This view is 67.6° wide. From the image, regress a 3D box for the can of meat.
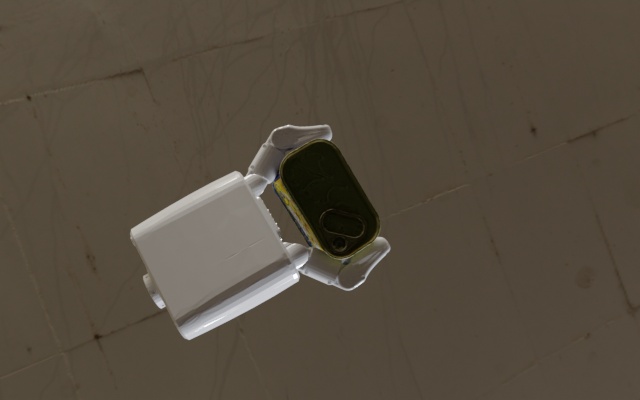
[{"bbox_3d":[0.000,0.001,0.443,0.057,0.102,0.084,-32,3,-13],"label":"can of meat"}]
